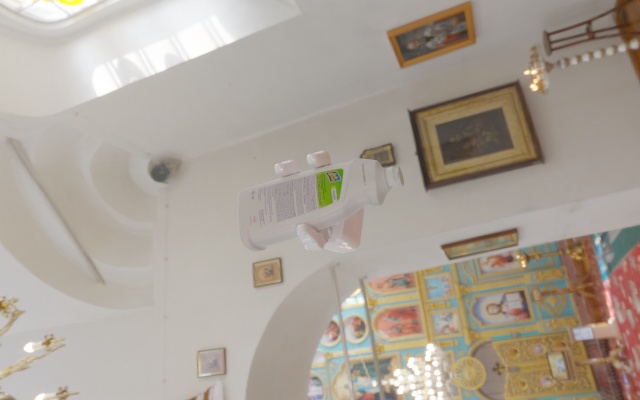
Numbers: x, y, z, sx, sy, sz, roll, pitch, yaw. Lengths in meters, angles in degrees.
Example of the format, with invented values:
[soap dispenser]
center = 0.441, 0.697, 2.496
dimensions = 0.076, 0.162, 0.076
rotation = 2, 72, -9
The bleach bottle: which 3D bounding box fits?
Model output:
[bleach bottle]
center = 0.000, 0.002, 0.711
dimensions = 0.251, 0.102, 0.068
rotation = -14, -21, 20
